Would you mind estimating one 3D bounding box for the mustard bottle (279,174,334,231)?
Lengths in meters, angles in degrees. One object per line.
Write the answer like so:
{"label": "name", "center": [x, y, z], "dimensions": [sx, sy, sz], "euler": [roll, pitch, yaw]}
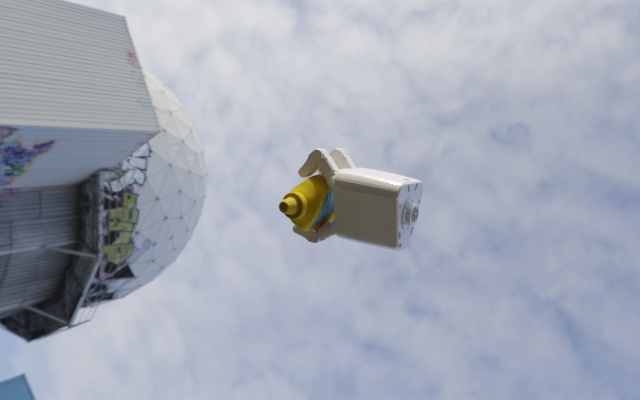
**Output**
{"label": "mustard bottle", "center": [0.000, 0.002, 0.767], "dimensions": [0.058, 0.096, 0.191], "euler": [39, 25, 24]}
